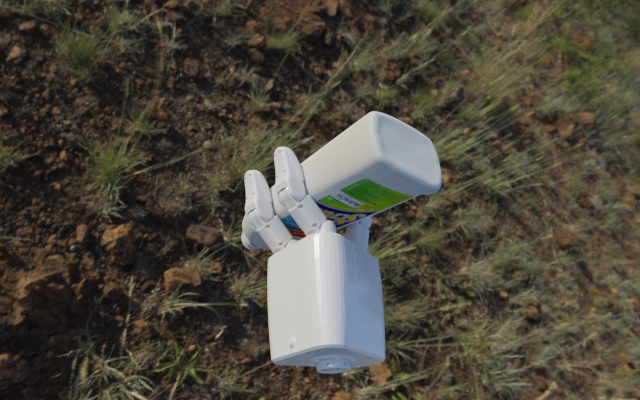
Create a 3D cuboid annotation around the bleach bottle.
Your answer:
[{"bbox_3d":[0.000,0.002,0.520,0.102,0.068,0.251,20,-36,-36],"label":"bleach bottle"}]
